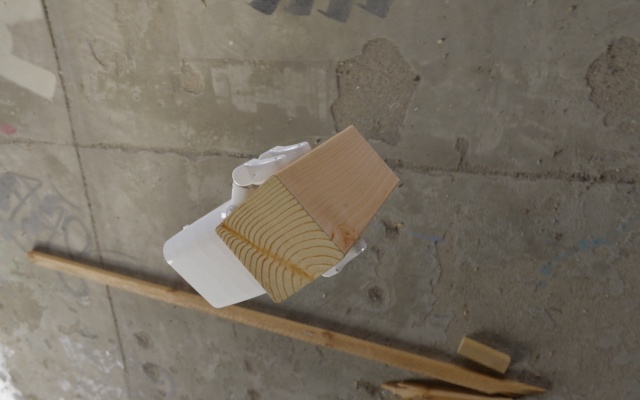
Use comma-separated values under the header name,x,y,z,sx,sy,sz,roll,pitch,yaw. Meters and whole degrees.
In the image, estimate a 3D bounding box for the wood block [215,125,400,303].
name,x,y,z,sx,sy,sz,roll,pitch,yaw
wood block,0.000,0.002,0.492,0.090,0.091,0.206,-39,2,30
